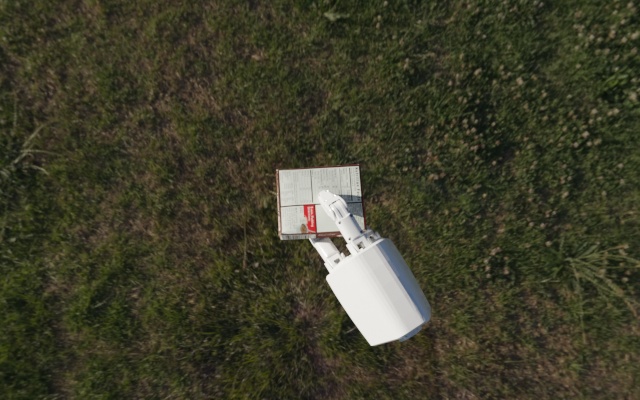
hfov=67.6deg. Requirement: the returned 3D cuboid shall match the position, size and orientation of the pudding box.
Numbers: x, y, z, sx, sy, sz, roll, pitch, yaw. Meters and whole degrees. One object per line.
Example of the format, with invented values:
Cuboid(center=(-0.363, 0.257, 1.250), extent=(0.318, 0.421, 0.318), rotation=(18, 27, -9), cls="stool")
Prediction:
Cuboid(center=(0.000, 0.002, 0.624), extent=(0.113, 0.090, 0.039), rotation=(-3, -13, -4), cls="pudding box")
